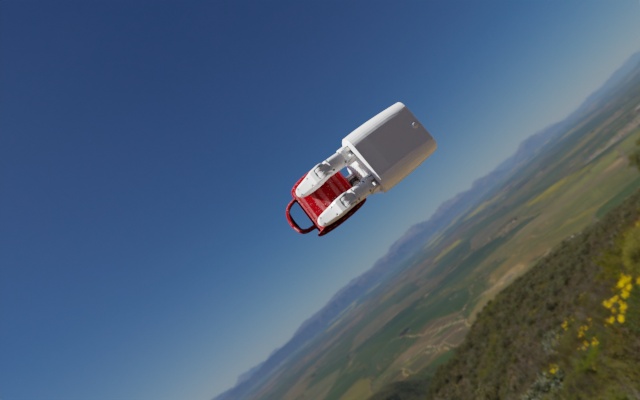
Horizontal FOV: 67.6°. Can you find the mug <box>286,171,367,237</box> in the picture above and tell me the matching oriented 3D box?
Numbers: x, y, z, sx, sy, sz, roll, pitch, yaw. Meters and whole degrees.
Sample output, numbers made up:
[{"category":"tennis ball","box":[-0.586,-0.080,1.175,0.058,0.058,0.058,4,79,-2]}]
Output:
[{"category":"mug","box":[-0.001,0.003,0.730,0.117,0.081,0.093,-36,-11,-11]}]
